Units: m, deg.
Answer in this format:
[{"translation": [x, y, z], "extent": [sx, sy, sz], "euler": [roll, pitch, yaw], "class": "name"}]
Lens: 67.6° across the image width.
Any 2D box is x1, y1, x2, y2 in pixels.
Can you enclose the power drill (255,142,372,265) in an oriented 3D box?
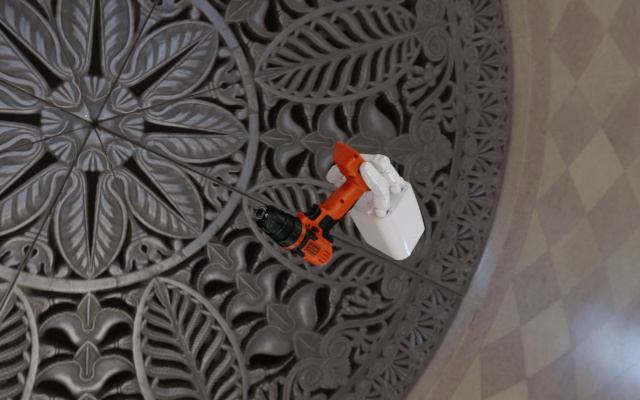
[{"translation": [0.001, 0.002, 0.756], "extent": [0.057, 0.187, 0.184], "euler": [38, -1, 39], "class": "power drill"}]
